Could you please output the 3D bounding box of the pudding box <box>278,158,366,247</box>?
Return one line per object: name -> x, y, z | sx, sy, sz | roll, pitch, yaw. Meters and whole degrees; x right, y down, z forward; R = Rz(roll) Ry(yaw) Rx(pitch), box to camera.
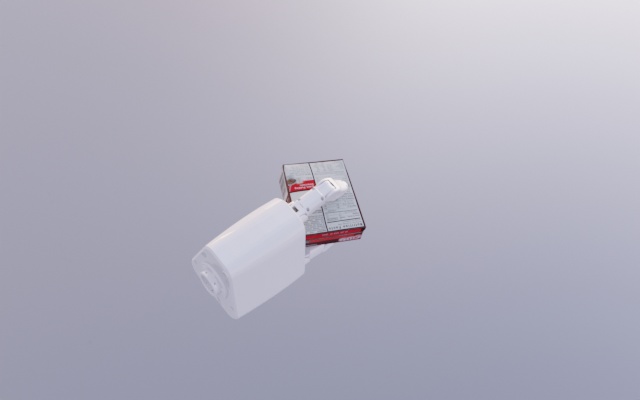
pudding box -> 0.000, 0.002, 0.626 | 0.090, 0.113, 0.039 | -6, -29, -17
